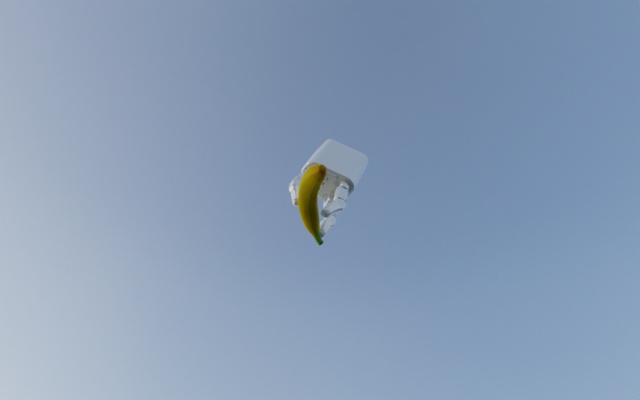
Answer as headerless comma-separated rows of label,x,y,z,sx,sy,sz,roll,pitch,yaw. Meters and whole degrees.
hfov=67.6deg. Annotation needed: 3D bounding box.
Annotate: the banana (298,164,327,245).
banana,-0.013,-0.004,0.886,0.069,0.198,0.037,34,54,29
